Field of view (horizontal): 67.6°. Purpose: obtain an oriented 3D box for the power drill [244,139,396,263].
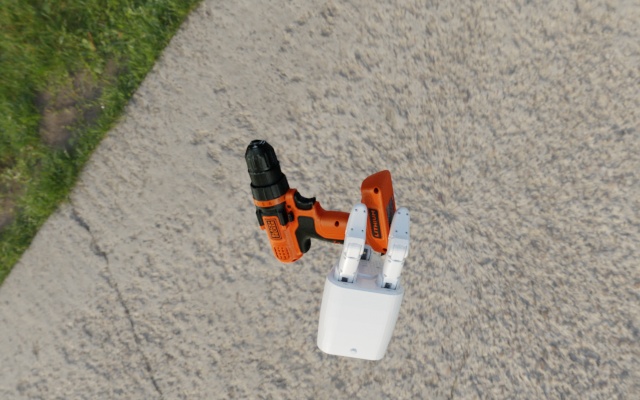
[{"bbox_3d":[0.001,0.002,0.622,0.187,0.184,0.057,0,33,25],"label":"power drill"}]
